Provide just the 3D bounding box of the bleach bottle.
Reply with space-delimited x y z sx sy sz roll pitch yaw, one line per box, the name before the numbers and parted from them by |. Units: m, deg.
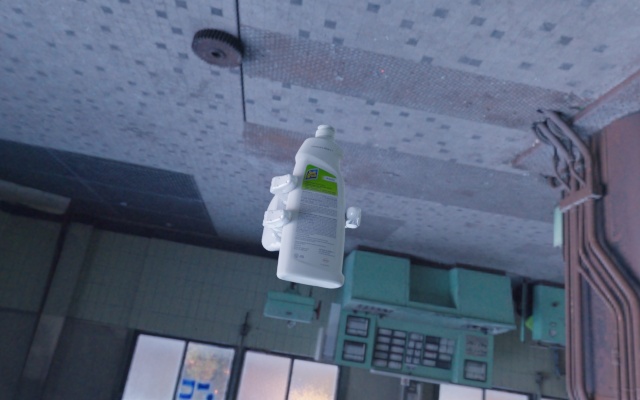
bleach bottle | 0.000 0.002 0.744 0.102 0.250 0.068 13 -18 -13
